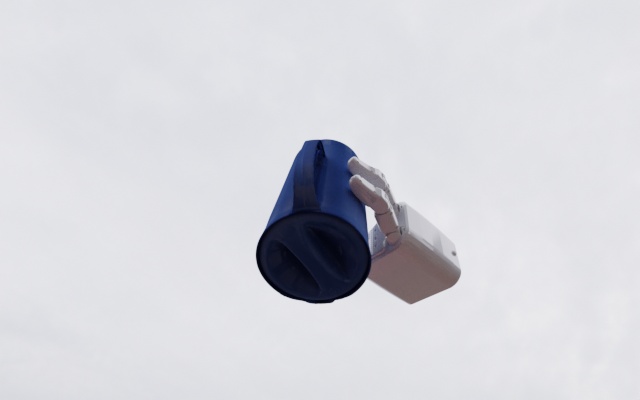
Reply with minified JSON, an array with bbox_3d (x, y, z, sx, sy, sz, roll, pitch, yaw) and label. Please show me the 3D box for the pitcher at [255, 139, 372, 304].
[{"bbox_3d":[0.000,0.002,0.637,0.145,0.149,0.242,34,28,-15],"label":"pitcher"}]
